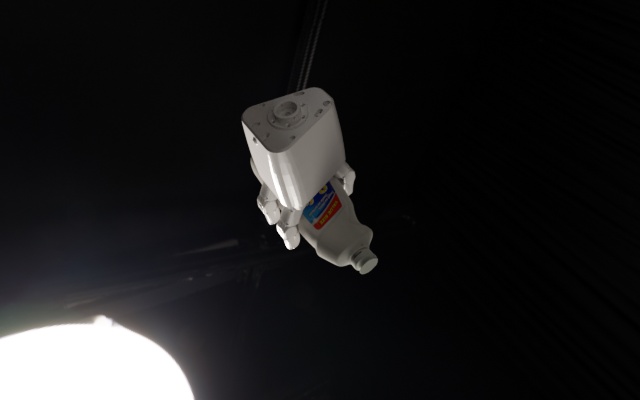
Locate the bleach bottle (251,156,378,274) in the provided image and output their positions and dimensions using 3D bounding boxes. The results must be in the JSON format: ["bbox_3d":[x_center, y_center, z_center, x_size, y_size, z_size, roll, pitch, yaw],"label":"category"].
[{"bbox_3d":[0.000,0.002,0.684,0.102,0.250,0.068,-33,-35,-13],"label":"bleach bottle"}]
